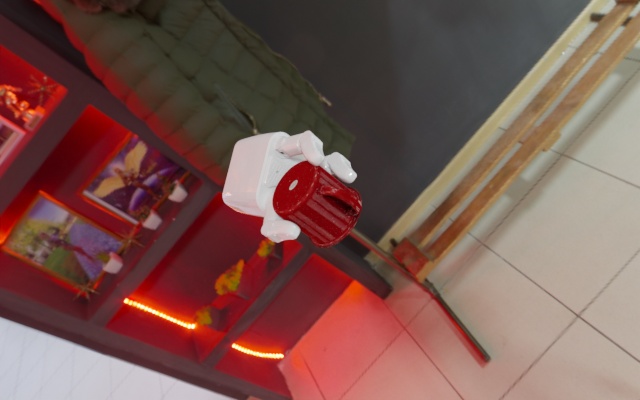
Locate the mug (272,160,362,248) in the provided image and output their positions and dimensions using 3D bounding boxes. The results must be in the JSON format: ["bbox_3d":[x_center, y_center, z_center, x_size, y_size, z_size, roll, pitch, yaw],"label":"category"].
[{"bbox_3d":[0.001,0.002,0.606,0.081,0.093,0.117,37,-22,-34],"label":"mug"}]
